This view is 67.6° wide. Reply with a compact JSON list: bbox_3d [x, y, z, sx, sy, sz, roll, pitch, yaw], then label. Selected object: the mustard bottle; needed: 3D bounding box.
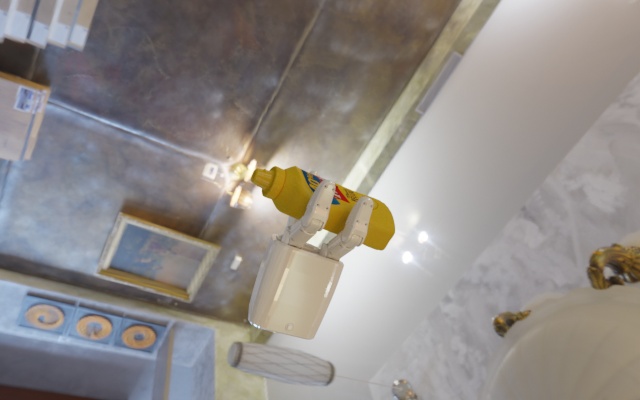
[{"bbox_3d":[0.000,0.002,0.615,0.192,0.058,0.096,21,22,-24],"label":"mustard bottle"}]
